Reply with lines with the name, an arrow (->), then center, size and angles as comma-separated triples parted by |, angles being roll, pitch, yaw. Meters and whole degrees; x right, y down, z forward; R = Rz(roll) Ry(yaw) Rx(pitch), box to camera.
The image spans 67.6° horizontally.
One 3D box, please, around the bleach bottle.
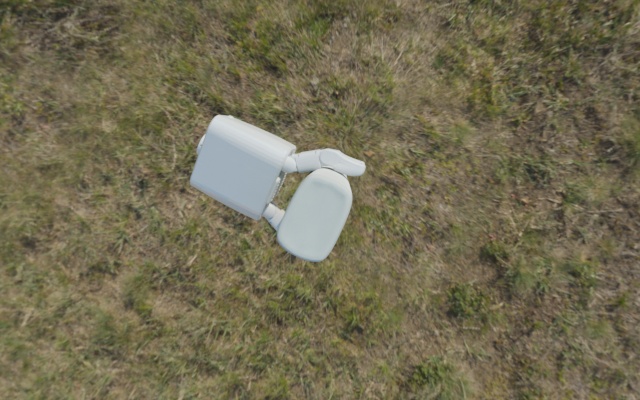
bleach bottle -> 0.000, 0.002, 0.659 | 0.068, 0.102, 0.251 | 26, 8, -1
